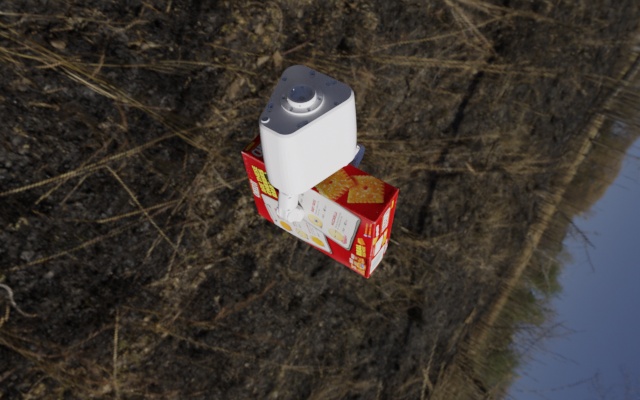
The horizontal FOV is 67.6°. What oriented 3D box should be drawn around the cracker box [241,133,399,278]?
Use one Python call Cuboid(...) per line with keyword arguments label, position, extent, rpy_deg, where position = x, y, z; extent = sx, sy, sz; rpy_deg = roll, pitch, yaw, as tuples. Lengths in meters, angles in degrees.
Cuboid(label="cracker box", position=(0.000, 0.002, 0.695), extent=(0.213, 0.072, 0.164), rpy_deg=(29, -28, 20))
